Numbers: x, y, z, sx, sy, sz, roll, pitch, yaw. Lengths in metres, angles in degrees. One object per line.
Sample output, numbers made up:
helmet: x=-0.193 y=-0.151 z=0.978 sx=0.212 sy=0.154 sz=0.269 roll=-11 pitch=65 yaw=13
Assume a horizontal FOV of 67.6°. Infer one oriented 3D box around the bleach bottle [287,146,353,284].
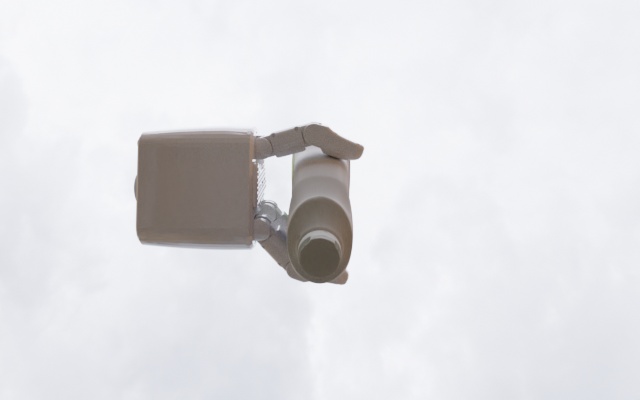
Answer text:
bleach bottle: x=0.000 y=0.002 z=0.443 sx=0.068 sy=0.102 sz=0.250 roll=0 pitch=14 yaw=0
